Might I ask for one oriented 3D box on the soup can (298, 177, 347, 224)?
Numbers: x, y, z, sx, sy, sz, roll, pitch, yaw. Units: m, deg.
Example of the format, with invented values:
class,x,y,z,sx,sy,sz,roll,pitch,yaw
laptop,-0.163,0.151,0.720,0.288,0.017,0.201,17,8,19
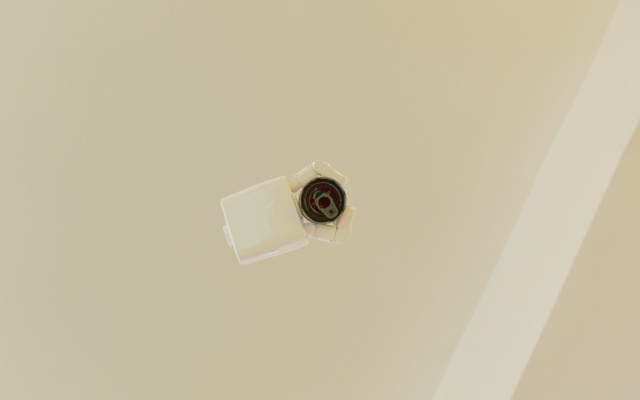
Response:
class,x,y,z,sx,sy,sz,roll,pitch,yaw
soup can,0.001,0.002,0.729,0.068,0.068,0.102,0,-3,-4
